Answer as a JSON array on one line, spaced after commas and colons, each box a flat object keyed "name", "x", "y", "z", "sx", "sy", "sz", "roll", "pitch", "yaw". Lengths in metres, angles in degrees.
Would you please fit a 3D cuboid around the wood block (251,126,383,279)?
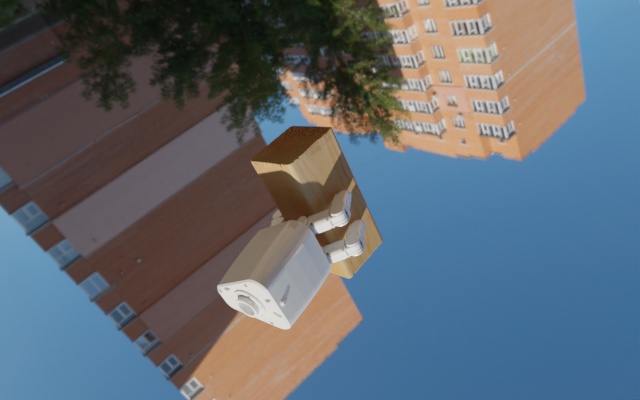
[{"name": "wood block", "x": 0.000, "y": 0.003, "z": 0.694, "sx": 0.091, "sy": 0.206, "sz": 0.090, "roll": 11, "pitch": 47, "yaw": 47}]
